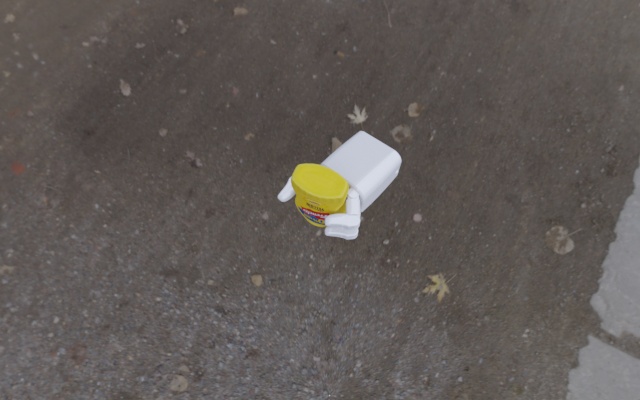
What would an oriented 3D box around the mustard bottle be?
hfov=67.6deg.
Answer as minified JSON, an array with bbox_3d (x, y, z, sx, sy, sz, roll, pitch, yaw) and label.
[{"bbox_3d":[0.000,0.003,0.866,0.096,0.058,0.192,19,-21,8],"label":"mustard bottle"}]
